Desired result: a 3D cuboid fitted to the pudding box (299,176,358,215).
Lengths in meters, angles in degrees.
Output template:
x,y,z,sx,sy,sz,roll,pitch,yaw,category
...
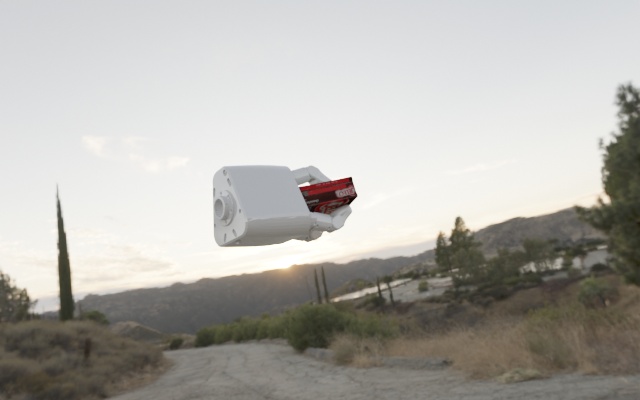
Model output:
x,y,z,sx,sy,sz,roll,pitch,yaw,category
0.000,0.002,0.752,0.090,0.039,0.113,-11,-12,-14,pudding box
